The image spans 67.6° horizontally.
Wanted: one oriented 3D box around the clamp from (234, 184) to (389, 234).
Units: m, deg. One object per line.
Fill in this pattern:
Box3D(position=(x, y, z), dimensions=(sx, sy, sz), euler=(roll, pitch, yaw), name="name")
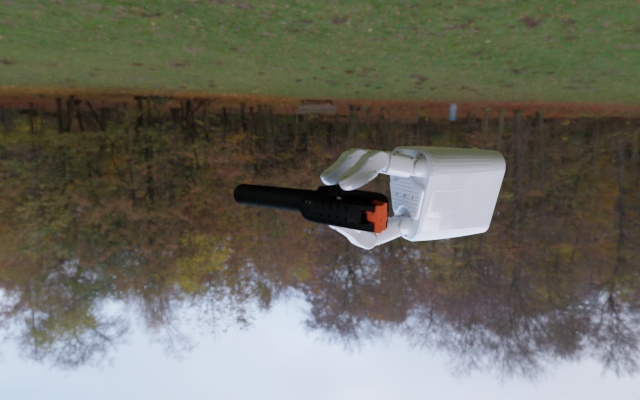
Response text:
Box3D(position=(0.000, 0.003, 0.526), dimensions=(0.164, 0.036, 0.210), euler=(-3, 10, -20), name="clamp")
